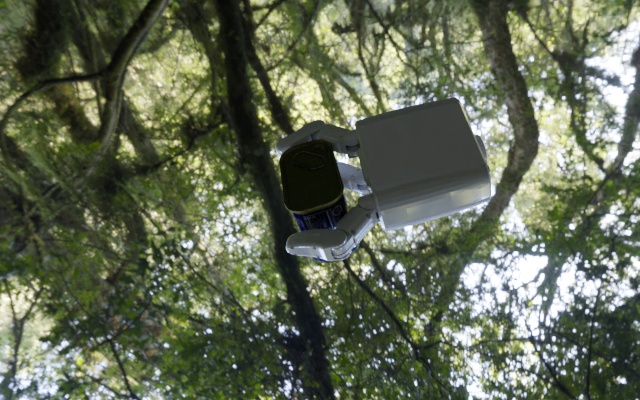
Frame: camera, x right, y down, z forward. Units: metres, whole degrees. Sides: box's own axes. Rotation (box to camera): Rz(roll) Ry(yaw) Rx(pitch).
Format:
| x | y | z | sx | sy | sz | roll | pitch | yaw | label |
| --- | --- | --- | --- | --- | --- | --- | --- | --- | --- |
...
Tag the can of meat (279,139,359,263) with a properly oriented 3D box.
| x | y | z | sx | sy | sz | roll | pitch | yaw | label |
| --- | --- | --- | --- | --- | --- | --- | --- | --- | --- |
| 0.000 | 0.002 | 0.490 | 0.057 | 0.084 | 0.102 | -17 | 42 | 4 | can of meat |
